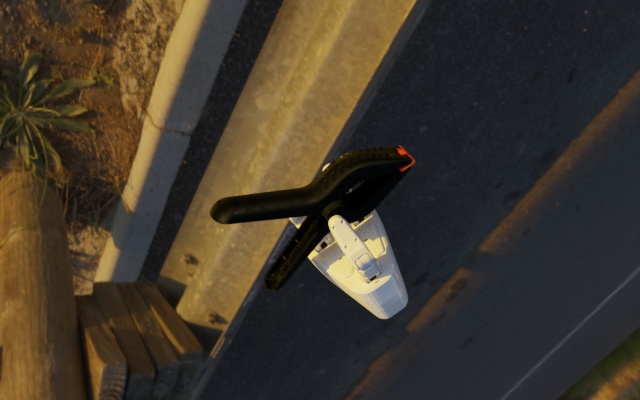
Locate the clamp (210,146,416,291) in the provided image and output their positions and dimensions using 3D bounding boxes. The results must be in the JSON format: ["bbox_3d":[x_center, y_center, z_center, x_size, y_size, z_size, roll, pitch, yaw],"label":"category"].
[{"bbox_3d":[0.001,0.002,0.481,0.210,0.036,0.165,-35,-35,-1],"label":"clamp"}]
